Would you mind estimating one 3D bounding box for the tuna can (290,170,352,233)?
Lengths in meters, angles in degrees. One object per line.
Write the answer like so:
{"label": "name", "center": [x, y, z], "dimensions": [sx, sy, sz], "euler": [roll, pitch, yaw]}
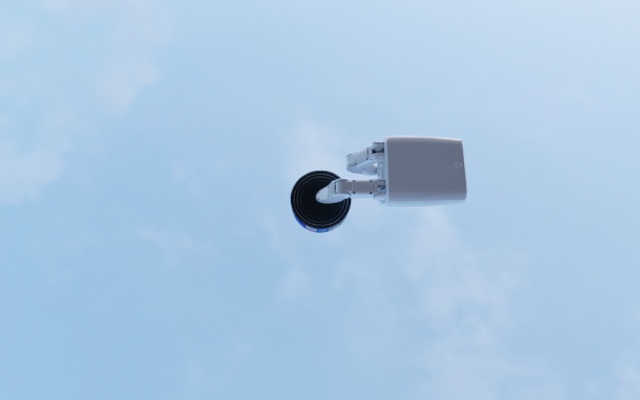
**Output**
{"label": "tuna can", "center": [0.000, 0.002, 0.680], "dimensions": [0.086, 0.086, 0.034], "euler": [0, -16, -2]}
